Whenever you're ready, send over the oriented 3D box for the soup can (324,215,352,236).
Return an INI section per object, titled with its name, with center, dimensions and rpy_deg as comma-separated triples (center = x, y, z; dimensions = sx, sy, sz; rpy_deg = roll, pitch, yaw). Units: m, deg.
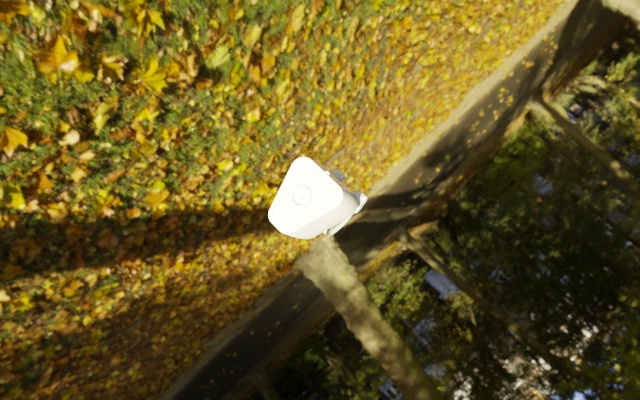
[soup can]
center = 0.000, 0.003, 0.816
dimensions = 0.102, 0.068, 0.068
rpy_deg = 44, 14, 15
